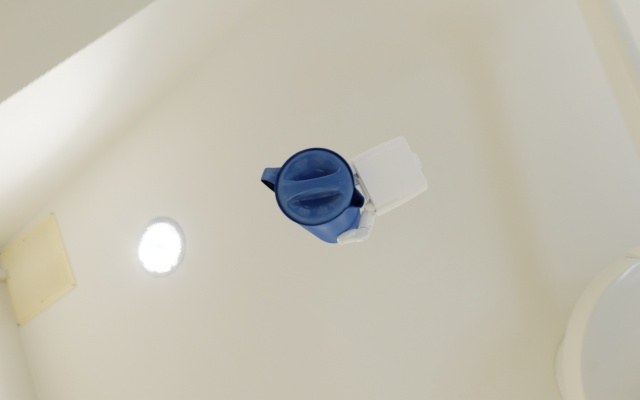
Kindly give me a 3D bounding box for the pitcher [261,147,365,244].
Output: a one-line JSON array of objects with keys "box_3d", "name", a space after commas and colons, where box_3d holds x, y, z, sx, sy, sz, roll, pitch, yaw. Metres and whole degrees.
[{"box_3d": [0.000, 0.003, 0.879, 0.145, 0.149, 0.243, -28, -18, 2], "name": "pitcher"}]
